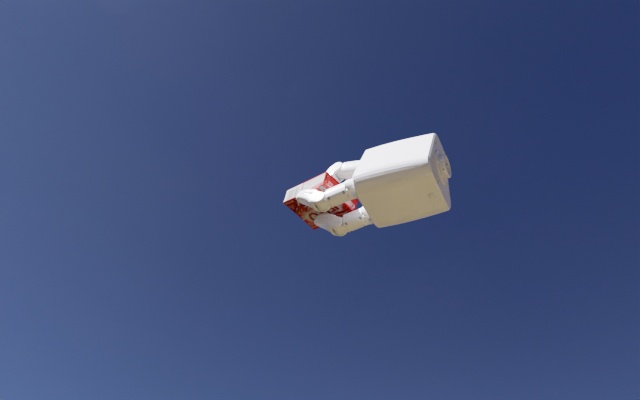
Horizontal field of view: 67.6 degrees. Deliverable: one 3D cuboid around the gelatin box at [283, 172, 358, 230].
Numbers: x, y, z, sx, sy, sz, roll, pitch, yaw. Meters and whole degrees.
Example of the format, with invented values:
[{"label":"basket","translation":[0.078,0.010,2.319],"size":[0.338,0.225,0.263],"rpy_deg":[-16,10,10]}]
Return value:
[{"label":"gelatin box","translation":[0.000,0.002,0.724],"size":[0.089,0.030,0.073],"rpy_deg":[-23,-53,37]}]
